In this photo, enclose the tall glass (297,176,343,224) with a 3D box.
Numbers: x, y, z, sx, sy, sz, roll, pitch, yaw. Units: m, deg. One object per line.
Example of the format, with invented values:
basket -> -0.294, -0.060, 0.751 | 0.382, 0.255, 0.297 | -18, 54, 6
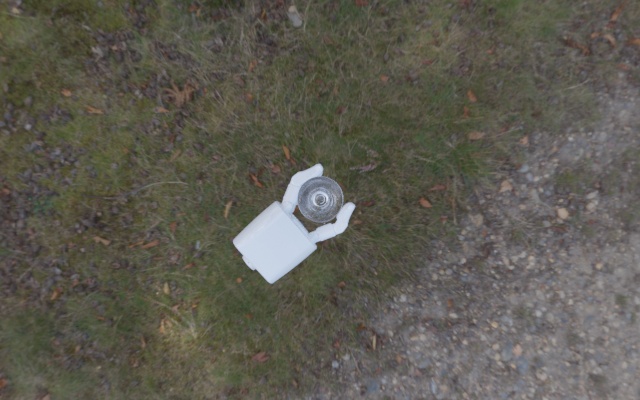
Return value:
tall glass -> 0.000, 0.003, 0.864 | 0.079, 0.079, 0.201 | 0, -3, 1
